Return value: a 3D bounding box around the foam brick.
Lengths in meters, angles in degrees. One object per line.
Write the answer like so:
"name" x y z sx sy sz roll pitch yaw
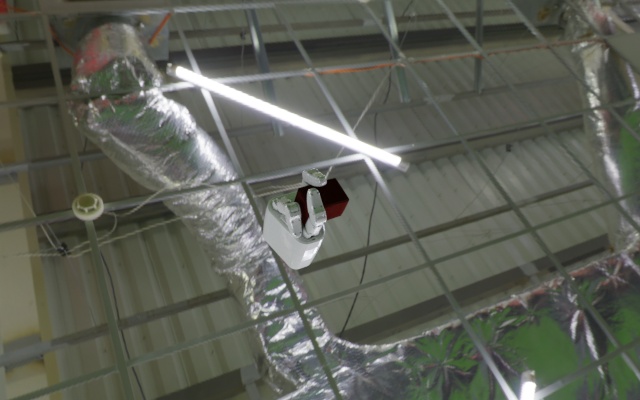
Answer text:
"foam brick" 0.000 0.003 0.838 0.078 0.053 0.051 -16 -30 -25
